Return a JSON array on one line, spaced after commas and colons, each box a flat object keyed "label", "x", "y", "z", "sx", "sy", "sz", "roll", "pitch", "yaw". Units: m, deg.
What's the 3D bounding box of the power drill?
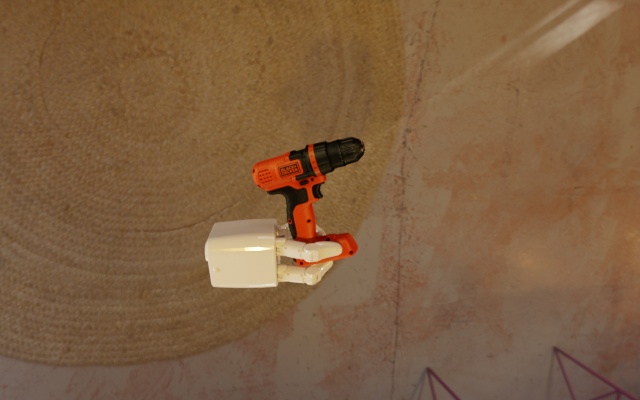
[{"label": "power drill", "x": 0.000, "y": 0.003, "z": 0.766, "sx": 0.184, "sy": 0.188, "sz": 0.057, "roll": -14, "pitch": 11, "yaw": 15}]
